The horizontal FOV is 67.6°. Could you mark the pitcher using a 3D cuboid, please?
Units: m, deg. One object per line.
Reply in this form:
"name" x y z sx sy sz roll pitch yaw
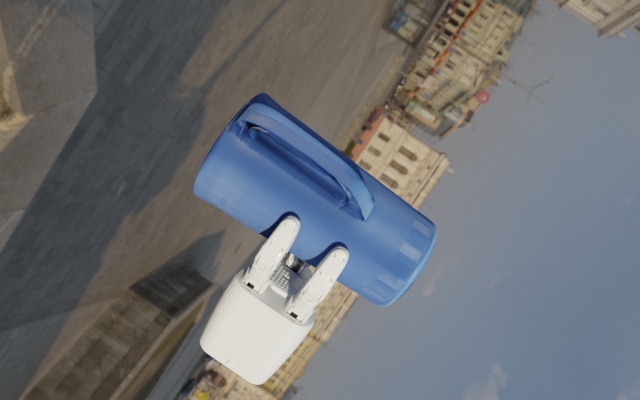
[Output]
"pitcher" 0.000 0.002 0.504 0.243 0.145 0.149 34 22 0
